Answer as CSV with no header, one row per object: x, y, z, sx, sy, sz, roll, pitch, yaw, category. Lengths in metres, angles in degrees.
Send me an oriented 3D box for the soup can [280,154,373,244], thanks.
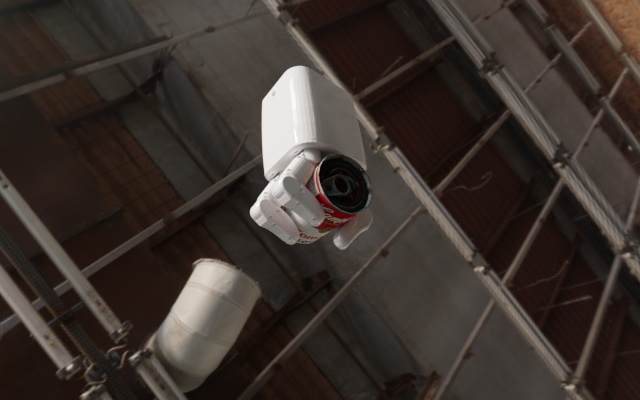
0.000,0.002,0.530,0.068,0.068,0.102,0,-23,-35,soup can
